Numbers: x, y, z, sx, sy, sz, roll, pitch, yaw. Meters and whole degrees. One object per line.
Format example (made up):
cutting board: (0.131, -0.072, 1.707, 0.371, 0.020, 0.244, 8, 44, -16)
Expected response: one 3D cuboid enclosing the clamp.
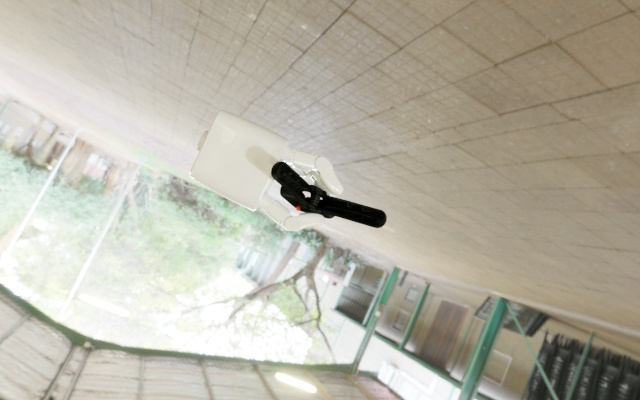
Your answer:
clamp: (-0.001, 0.003, 0.696, 0.164, 0.036, 0.210, 26, -9, -5)
